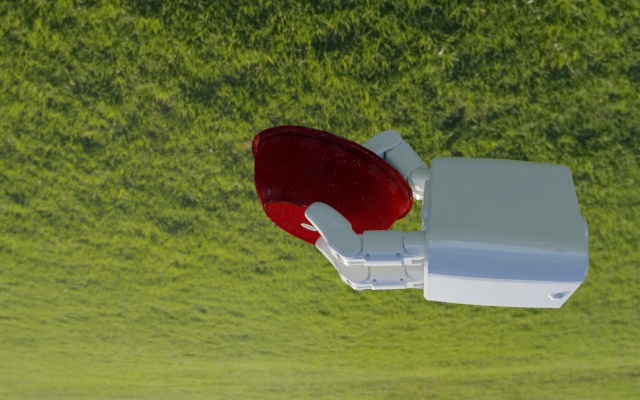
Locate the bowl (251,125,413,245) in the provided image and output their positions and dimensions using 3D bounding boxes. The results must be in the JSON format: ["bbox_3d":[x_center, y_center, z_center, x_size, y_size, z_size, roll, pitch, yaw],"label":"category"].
[{"bbox_3d":[-0.001,0.002,0.441,0.162,0.055,0.162,20,-22,8],"label":"bowl"}]
